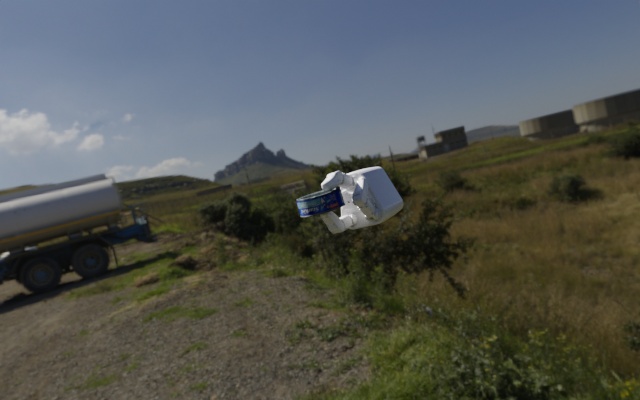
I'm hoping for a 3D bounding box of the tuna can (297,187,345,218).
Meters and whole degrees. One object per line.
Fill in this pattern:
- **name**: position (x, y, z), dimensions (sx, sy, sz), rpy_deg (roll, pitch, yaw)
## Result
- **tuna can**: position (0.000, 0.002, 0.876), dimensions (0.086, 0.034, 0.086), rpy_deg (-16, 6, 2)
